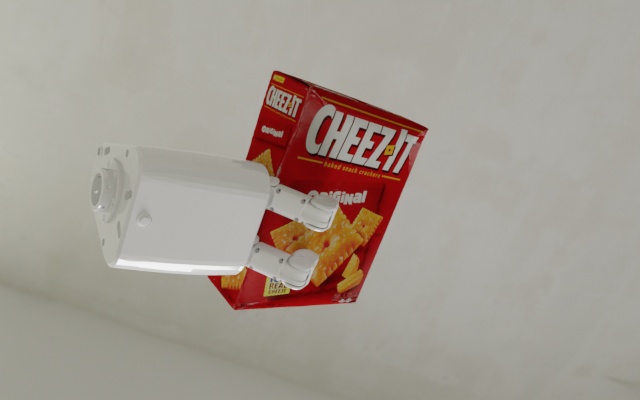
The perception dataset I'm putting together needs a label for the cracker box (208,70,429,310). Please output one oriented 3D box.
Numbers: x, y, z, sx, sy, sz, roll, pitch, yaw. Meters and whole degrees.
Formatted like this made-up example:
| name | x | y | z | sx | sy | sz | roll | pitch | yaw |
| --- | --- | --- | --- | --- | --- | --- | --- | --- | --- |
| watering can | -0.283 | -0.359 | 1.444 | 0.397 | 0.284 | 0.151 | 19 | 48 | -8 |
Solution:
| name | x | y | z | sx | sy | sz | roll | pitch | yaw |
| --- | --- | --- | --- | --- | --- | --- | --- | --- | --- |
| cracker box | 0.000 | 0.002 | 0.481 | 0.164 | 0.214 | 0.072 | 8 | 19 | -41 |
